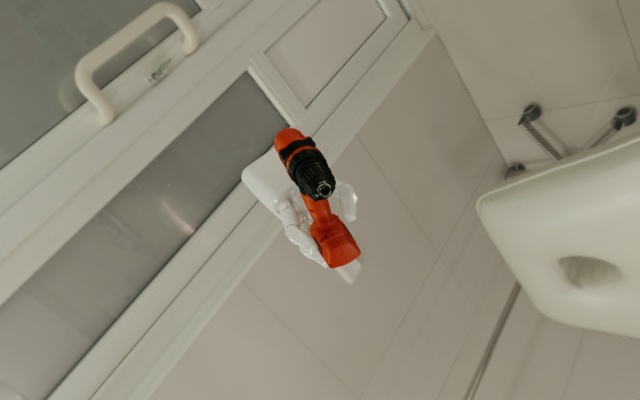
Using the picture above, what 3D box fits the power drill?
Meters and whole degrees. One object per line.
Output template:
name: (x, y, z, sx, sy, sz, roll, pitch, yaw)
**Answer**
power drill: (0.000, 0.002, 0.669, 0.057, 0.188, 0.184, -23, 31, -5)
